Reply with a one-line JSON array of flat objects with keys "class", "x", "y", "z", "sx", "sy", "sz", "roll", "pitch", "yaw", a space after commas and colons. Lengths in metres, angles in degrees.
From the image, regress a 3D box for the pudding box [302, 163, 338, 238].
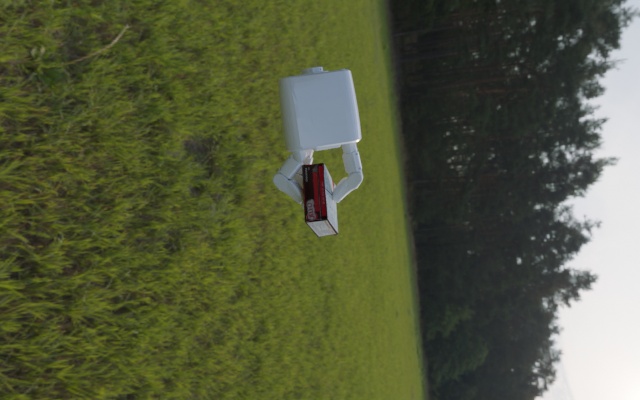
[{"class": "pudding box", "x": 0.000, "y": 0.002, "z": 0.742, "sx": 0.039, "sy": 0.090, "sz": 0.113, "roll": -6, "pitch": -17, "yaw": 10}]
